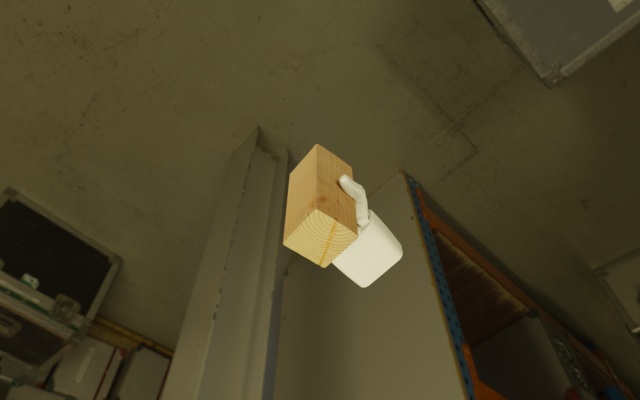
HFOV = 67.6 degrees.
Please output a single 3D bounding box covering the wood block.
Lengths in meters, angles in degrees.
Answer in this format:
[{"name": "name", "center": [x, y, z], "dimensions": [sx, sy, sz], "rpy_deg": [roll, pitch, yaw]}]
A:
[{"name": "wood block", "center": [0.001, 0.003, 0.839], "dimensions": [0.090, 0.091, 0.206], "rpy_deg": [33, 29, -21]}]
